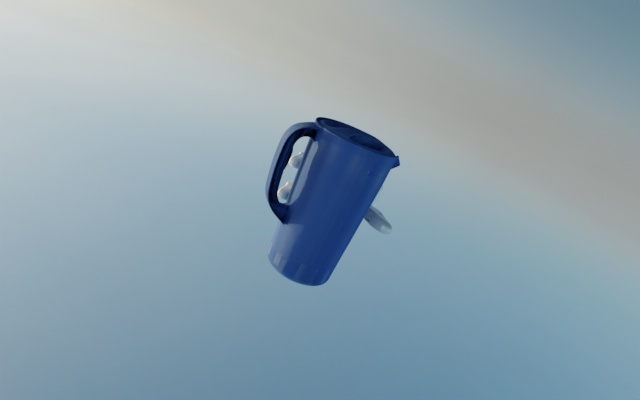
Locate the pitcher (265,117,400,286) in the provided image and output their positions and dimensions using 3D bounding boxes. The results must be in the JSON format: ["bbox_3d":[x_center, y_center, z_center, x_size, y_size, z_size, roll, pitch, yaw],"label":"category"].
[{"bbox_3d":[0.000,0.002,0.725,0.149,0.243,0.145,30,19,15],"label":"pitcher"}]
